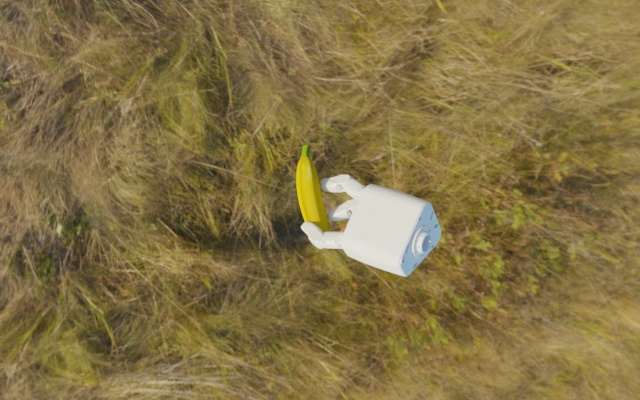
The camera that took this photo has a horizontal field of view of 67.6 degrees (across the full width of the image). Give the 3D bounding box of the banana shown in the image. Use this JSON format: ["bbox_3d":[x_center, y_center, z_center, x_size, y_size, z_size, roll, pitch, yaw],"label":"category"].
[{"bbox_3d":[-0.008,0.009,0.810,0.037,0.198,0.069,2,29,25],"label":"banana"}]
